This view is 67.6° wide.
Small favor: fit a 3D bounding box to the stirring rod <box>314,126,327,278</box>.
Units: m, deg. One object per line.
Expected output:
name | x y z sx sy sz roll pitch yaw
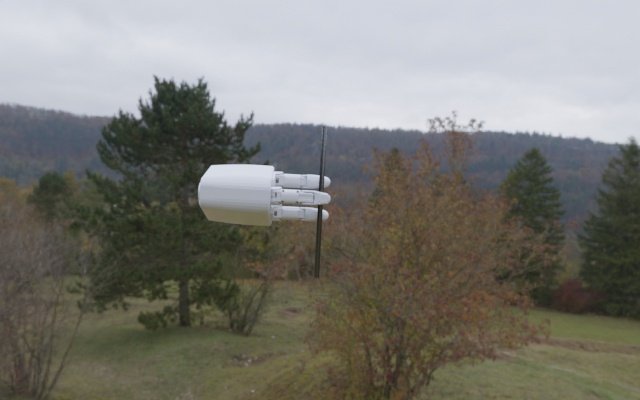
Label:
stirring rod | 0.000 0.003 0.761 0.011 0.239 0.011 3 0 0
